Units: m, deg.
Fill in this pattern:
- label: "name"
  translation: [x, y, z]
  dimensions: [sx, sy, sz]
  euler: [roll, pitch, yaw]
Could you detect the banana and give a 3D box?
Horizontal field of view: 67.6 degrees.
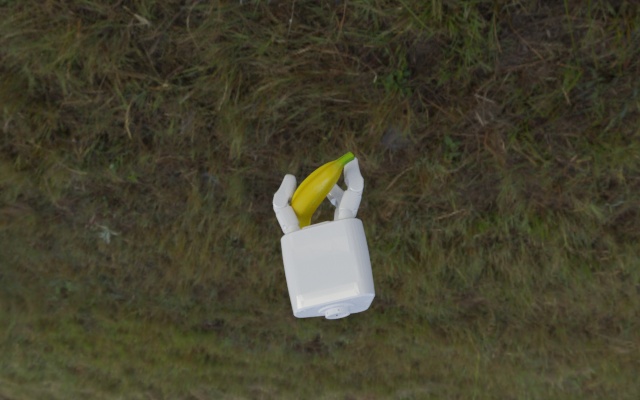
- label: "banana"
  translation: [-0.014, 0.004, 0.694]
  dimensions: [0.069, 0.037, 0.198]
  euler: [-13, -24, -33]
